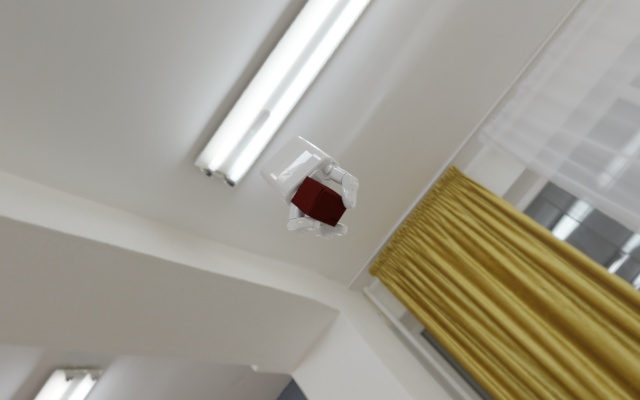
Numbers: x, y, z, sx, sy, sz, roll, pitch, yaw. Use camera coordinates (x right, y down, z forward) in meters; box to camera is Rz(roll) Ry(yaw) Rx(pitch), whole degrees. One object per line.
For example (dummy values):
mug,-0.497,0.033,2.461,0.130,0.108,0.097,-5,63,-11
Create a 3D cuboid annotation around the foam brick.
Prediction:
foam brick,0.000,0.002,0.799,0.078,0.053,0.051,27,9,-48
